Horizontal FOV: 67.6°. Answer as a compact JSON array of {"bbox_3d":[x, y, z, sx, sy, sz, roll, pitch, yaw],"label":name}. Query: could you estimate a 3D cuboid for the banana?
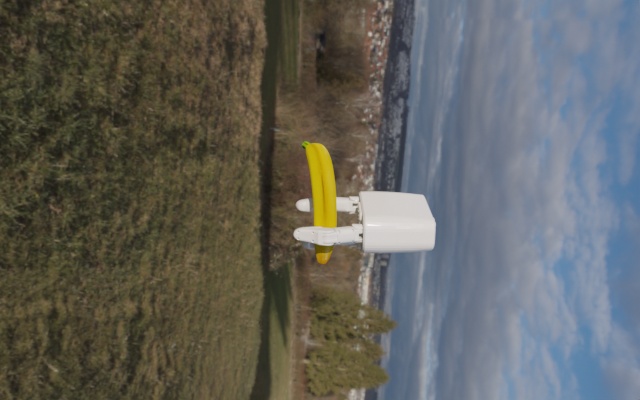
[{"bbox_3d":[0.003,-0.005,0.721,0.037,0.197,0.070,-4,-11,-10],"label":"banana"}]
